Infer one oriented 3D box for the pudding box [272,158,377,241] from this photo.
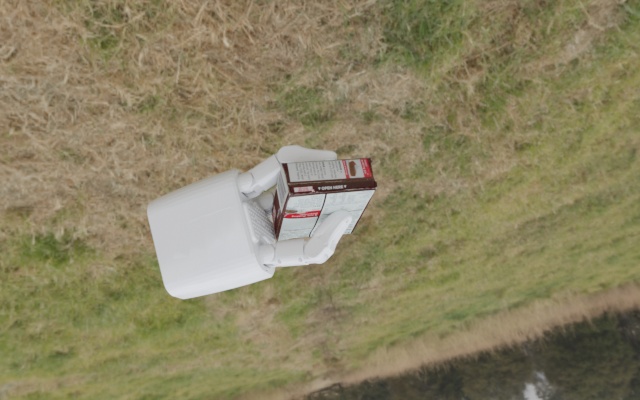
[{"bbox_3d":[0.000,0.002,0.493,0.090,0.039,0.113,-5,-25,-14],"label":"pudding box"}]
